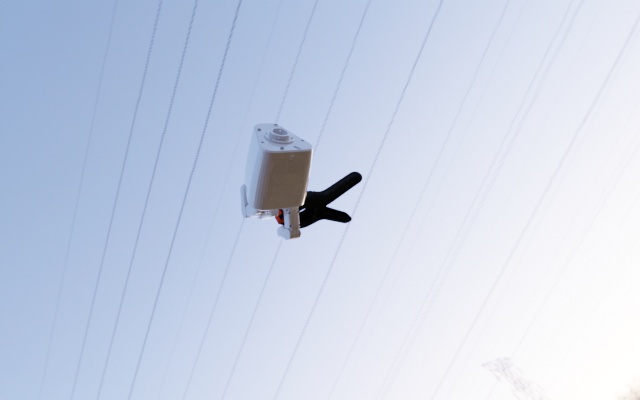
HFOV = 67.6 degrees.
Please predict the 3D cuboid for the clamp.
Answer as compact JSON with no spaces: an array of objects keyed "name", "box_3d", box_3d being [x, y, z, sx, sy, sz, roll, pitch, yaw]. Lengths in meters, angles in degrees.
[{"name":"clamp","box_3d":[0.000,0.003,0.858,0.171,0.120,0.039,-9,39,-33]}]
